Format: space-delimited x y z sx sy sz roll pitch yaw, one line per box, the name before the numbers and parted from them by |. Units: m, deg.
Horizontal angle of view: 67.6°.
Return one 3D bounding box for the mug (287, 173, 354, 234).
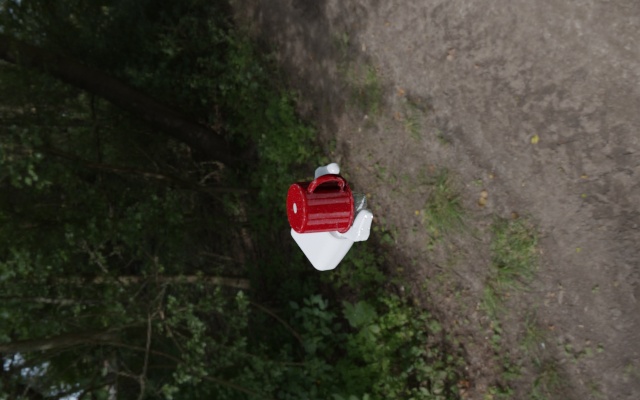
mug | 0.000 0.002 0.749 0.081 0.093 0.117 -4 -38 -24
